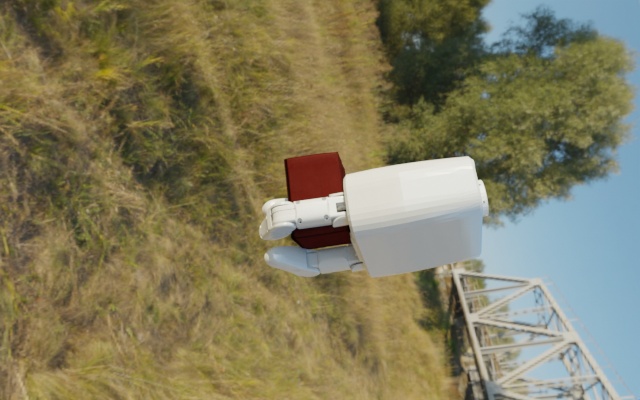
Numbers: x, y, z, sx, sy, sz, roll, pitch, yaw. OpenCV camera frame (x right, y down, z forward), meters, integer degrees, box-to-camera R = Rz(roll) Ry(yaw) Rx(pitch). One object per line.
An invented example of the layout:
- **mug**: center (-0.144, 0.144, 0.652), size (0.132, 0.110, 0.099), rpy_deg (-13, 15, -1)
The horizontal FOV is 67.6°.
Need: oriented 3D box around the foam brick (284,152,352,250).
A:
- **foam brick**: center (0.000, 0.001, 0.446), size (0.051, 0.078, 0.053), rpy_deg (-10, -19, 9)
